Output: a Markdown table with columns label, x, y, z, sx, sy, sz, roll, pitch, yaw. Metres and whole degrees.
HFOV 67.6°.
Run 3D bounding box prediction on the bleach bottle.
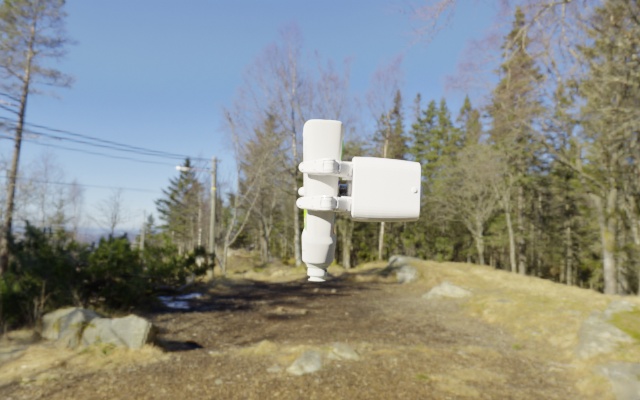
| label | x | y | z | sx | sy | sz | roll | pitch | yaw |
| --- | --- | --- | --- | --- | --- | --- | --- | --- | --- |
| bleach bottle | 0.000 | 0.002 | 0.775 | 0.068 | 0.251 | 0.102 | 3 | -4 | -1 |
